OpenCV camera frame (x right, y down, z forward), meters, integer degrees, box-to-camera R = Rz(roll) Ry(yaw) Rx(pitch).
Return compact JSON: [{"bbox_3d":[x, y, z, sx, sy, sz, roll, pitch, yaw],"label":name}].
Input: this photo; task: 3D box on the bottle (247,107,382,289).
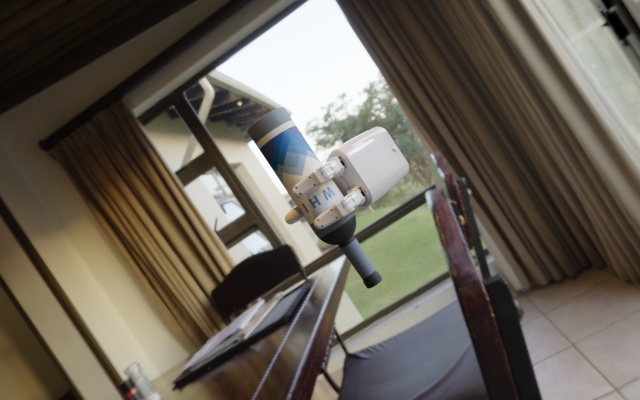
[{"bbox_3d":[0.000,0.002,0.712,0.069,0.296,0.069,-34,1,1],"label":"bottle"}]
